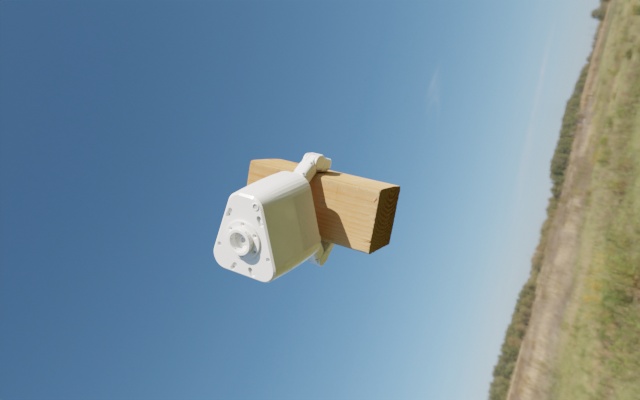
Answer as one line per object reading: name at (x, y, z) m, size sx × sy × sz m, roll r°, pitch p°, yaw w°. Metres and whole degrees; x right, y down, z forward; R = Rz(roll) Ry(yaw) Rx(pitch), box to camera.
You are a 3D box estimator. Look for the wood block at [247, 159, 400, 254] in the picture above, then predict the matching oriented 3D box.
wood block at (0.000, 0.002, 0.702) m, size 0.206 × 0.091 × 0.090 m, roll 15°, pitch 11°, yaw 25°
